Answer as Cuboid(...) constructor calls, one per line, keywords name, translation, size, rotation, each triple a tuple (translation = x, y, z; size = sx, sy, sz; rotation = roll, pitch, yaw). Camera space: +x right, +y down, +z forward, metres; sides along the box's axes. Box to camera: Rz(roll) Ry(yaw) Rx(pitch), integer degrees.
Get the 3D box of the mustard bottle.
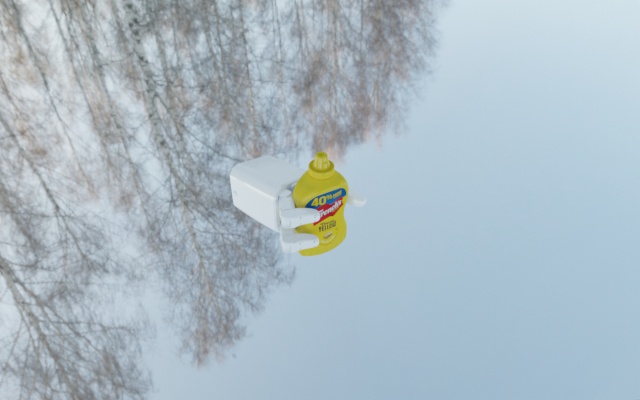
Cuboid(name="mustard bottle", translation=(0.000, 0.003, 0.783), size=(0.096, 0.192, 0.058), rotation=(-19, 44, -22))
